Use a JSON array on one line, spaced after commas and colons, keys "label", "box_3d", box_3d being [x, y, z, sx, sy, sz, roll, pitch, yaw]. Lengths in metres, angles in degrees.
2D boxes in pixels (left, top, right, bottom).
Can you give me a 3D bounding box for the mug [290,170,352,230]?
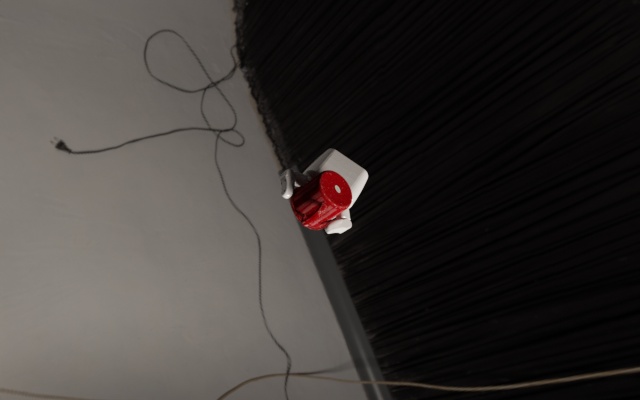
[{"label": "mug", "box_3d": [0.000, 0.004, 0.876, 0.081, 0.093, 0.117, -35, 13, 40]}]
